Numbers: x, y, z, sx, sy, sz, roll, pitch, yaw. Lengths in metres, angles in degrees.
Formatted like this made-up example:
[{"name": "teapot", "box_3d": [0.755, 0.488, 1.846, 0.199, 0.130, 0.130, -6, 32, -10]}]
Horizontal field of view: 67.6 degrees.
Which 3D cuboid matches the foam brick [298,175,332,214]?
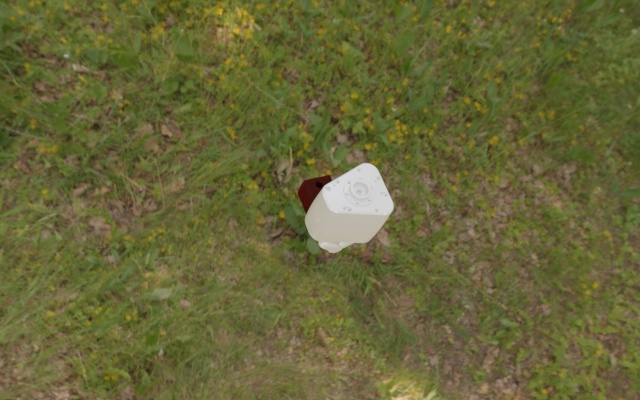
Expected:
[{"name": "foam brick", "box_3d": [0.000, 0.003, 0.841, 0.053, 0.078, 0.051, -14, -22, -21]}]
